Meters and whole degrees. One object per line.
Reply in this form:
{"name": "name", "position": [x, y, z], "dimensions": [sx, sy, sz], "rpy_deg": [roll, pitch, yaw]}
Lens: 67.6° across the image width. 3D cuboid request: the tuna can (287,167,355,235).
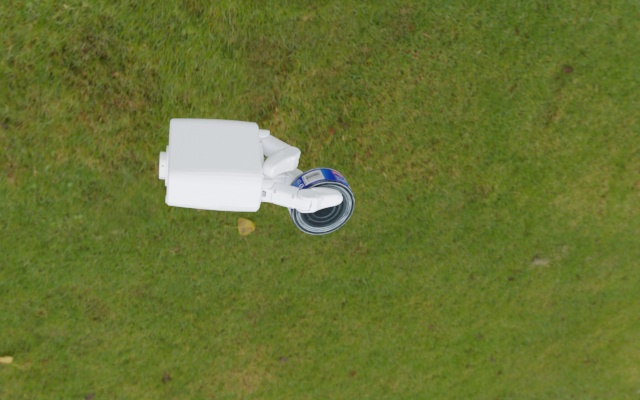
{"name": "tuna can", "position": [0.000, 0.002, 0.618], "dimensions": [0.086, 0.086, 0.033], "rpy_deg": [0, 34, -19]}
